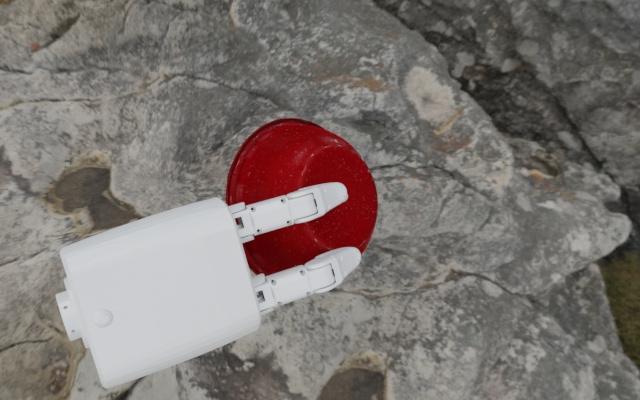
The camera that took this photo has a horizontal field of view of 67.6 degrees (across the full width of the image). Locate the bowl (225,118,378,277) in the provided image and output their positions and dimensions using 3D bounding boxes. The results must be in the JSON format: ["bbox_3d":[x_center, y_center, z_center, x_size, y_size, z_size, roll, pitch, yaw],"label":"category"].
[{"bbox_3d":[0.001,0.001,0.422,0.162,0.162,0.055,0,-6,-41],"label":"bowl"}]
